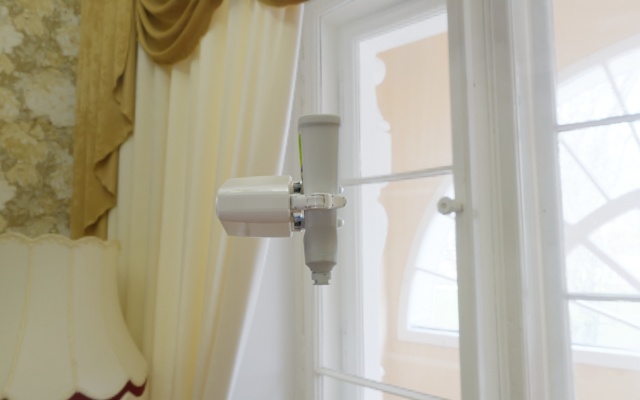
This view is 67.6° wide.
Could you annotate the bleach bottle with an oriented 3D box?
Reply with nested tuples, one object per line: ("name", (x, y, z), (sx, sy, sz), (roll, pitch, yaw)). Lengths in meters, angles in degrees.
("bleach bottle", (0.000, 0.002, 0.729), (0.068, 0.251, 0.102), (-1, -5, -2))
